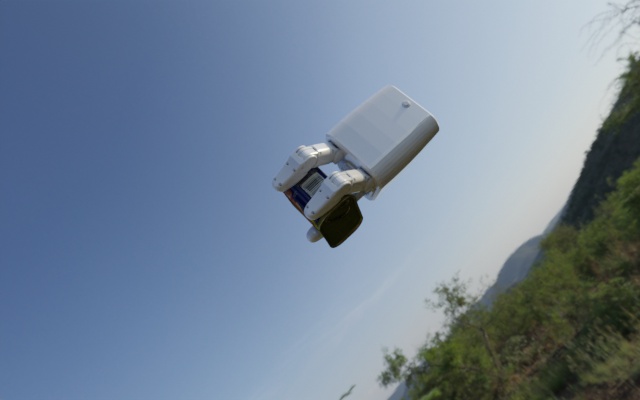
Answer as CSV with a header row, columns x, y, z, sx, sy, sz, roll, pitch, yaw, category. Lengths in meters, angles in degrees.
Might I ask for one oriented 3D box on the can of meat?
x,y,z,sx,sy,sz,roll,pitch,yaw,category
0.000,0.002,0.594,0.084,0.057,0.102,44,-6,24,can of meat
